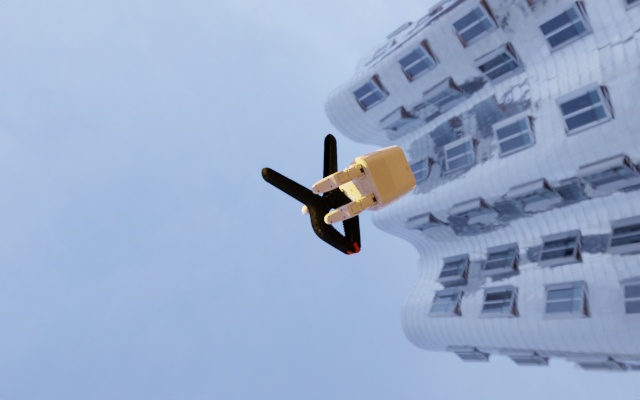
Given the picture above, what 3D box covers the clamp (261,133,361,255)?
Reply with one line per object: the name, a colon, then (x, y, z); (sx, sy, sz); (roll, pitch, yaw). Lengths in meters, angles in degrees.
clamp: (0.000, 0.003, 0.808); (0.164, 0.210, 0.036); (-24, 1, -34)
